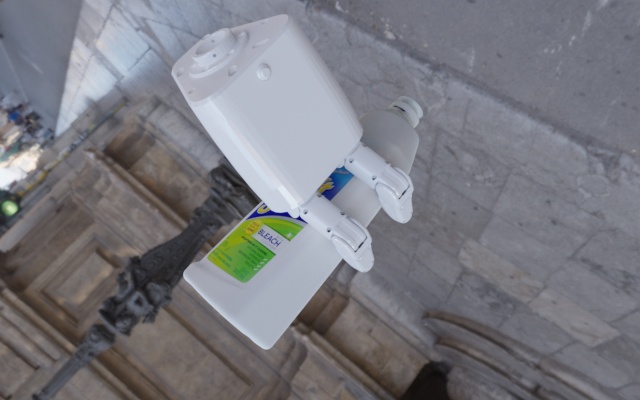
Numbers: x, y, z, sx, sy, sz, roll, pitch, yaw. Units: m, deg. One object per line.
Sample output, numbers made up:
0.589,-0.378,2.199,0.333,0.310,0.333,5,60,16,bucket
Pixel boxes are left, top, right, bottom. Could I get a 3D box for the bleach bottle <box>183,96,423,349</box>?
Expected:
0.000,0.001,0.423,0.102,0.250,0.068,23,-23,48,bleach bottle
